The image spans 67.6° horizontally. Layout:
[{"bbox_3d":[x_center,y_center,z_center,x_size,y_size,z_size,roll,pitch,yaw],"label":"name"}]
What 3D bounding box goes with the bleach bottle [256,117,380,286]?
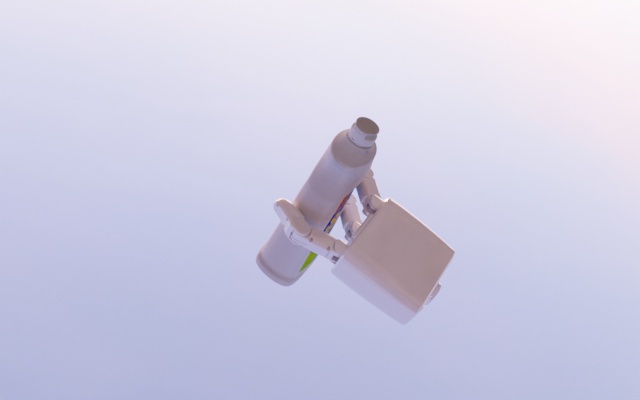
[{"bbox_3d":[0.000,0.002,0.592,0.068,0.251,0.102,38,44,8],"label":"bleach bottle"}]
